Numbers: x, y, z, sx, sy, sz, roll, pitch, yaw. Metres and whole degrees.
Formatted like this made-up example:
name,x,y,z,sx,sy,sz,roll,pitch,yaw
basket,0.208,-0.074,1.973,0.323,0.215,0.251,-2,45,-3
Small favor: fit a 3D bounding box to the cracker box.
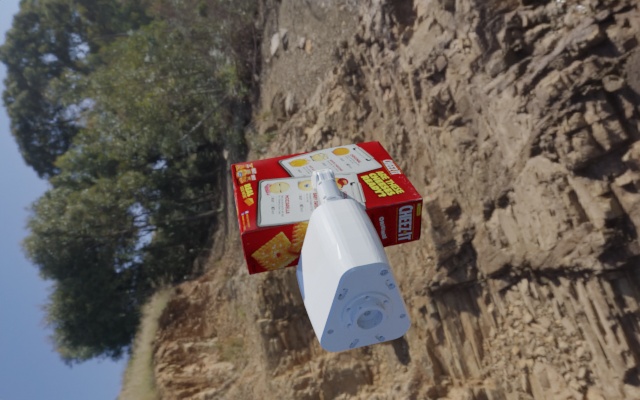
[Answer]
name,x,y,z,sx,sy,sz,roll,pitch,yaw
cracker box,0.000,0.002,0.617,0.213,0.072,0.164,-10,34,-9
